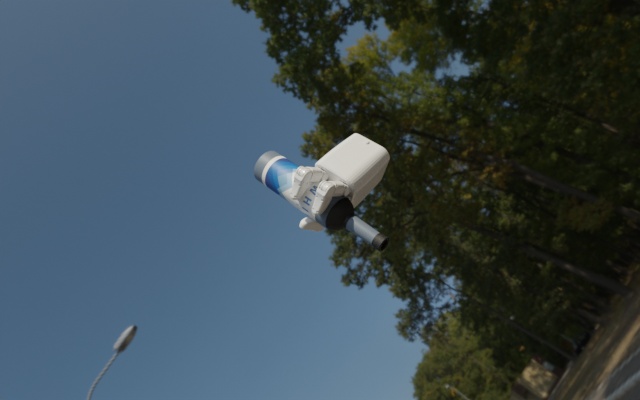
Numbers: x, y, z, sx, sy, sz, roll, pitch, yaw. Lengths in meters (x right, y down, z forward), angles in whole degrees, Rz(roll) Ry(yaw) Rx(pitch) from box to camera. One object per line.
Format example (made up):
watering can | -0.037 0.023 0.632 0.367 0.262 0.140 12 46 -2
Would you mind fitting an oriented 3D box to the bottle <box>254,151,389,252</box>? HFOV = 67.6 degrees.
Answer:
bottle | 0.000 0.003 0.861 0.295 0.069 0.069 34 19 30
